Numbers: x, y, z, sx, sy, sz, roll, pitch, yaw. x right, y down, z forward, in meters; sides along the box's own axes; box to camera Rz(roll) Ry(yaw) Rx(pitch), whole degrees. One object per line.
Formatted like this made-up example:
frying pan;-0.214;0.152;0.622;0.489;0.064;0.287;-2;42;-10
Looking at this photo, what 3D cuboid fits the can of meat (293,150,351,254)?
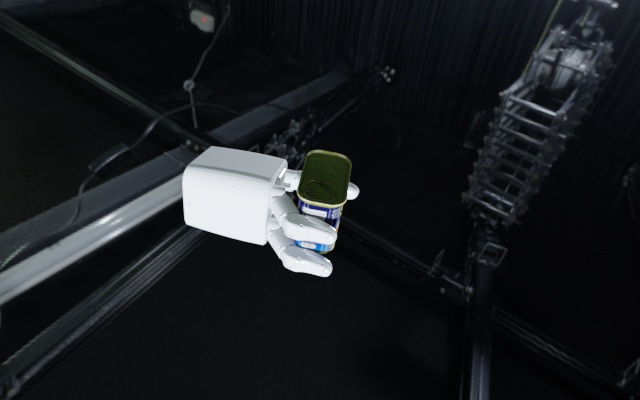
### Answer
can of meat;0.000;0.002;0.586;0.057;0.084;0.102;11;40;0
